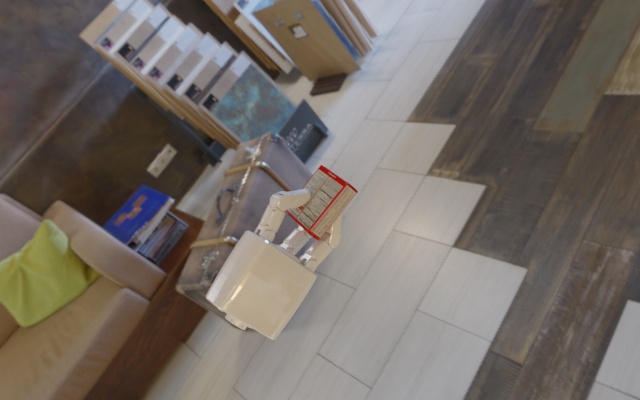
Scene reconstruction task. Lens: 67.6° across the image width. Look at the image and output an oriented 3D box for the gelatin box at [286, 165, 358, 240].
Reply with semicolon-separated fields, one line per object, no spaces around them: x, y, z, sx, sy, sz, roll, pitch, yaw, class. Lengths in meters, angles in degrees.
0.000;0.002;0.678;0.030;0.089;0.073;37;1;-39;gelatin box
